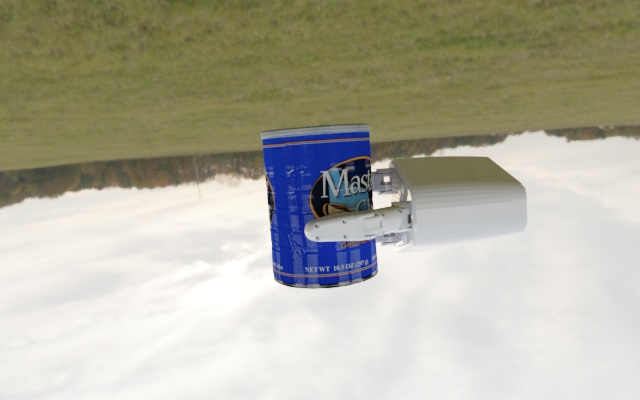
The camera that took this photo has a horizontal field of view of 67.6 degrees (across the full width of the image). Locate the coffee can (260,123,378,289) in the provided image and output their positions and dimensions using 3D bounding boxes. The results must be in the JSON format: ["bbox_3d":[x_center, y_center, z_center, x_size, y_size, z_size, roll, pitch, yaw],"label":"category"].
[{"bbox_3d":[0.000,0.001,0.455,0.103,0.140,0.103,-4,6,0],"label":"coffee can"}]
